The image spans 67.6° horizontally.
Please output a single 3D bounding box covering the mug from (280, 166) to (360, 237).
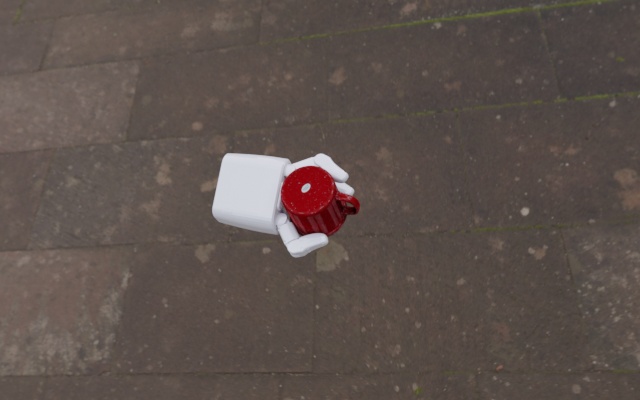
[{"bbox_3d":[0.001,0.002,0.706,0.117,0.093,0.081,8,-23,16],"label":"mug"}]
